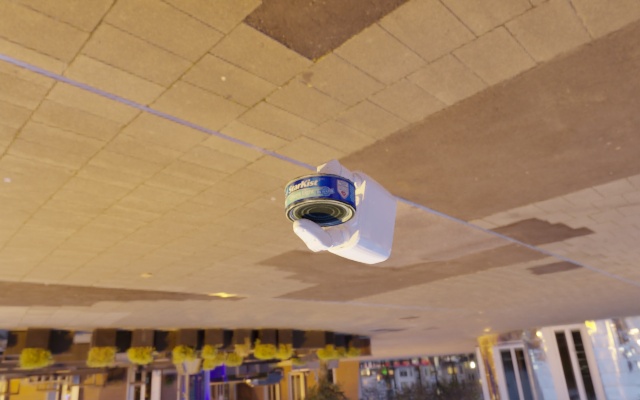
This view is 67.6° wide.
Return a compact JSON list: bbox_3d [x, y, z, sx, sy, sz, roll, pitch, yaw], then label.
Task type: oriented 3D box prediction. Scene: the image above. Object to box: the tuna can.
[{"bbox_3d":[0.000,0.002,0.568,0.086,0.033,0.086,-1,-24,0],"label":"tuna can"}]
